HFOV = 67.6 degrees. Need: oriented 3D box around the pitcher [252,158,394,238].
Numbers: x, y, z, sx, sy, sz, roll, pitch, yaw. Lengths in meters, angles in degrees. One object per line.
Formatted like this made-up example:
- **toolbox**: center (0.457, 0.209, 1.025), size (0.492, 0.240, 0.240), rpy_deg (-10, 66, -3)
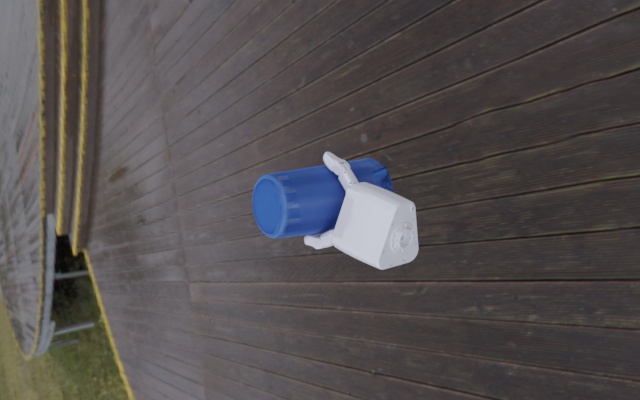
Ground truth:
- **pitcher**: center (0.000, 0.003, 0.866), size (0.243, 0.149, 0.145), rpy_deg (-8, 22, -37)
